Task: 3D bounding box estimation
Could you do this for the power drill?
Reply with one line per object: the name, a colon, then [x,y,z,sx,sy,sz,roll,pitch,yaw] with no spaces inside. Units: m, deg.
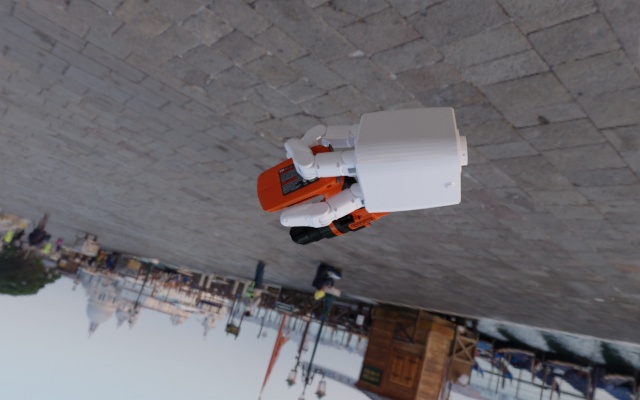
power drill: [0.000,0.002,0.635,0.184,0.057,0.188,-26,-25,22]
